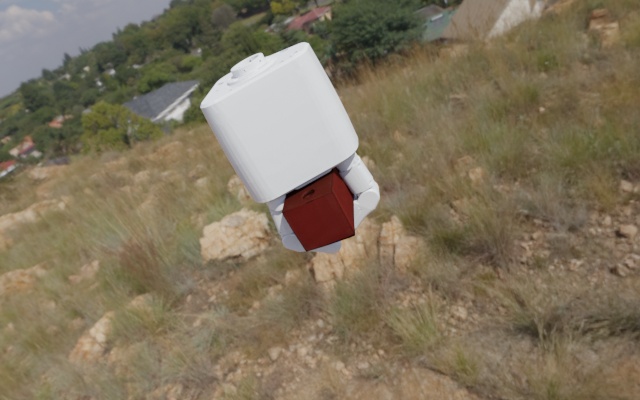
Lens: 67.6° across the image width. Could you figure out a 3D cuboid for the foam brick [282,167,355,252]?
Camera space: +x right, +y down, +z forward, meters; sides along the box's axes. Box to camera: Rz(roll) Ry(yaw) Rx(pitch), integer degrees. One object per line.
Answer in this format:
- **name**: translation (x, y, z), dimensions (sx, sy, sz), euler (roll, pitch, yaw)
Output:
- **foam brick**: translation (0.000, 0.002, 0.464), dimensions (0.053, 0.051, 0.078), euler (-21, 28, 15)
